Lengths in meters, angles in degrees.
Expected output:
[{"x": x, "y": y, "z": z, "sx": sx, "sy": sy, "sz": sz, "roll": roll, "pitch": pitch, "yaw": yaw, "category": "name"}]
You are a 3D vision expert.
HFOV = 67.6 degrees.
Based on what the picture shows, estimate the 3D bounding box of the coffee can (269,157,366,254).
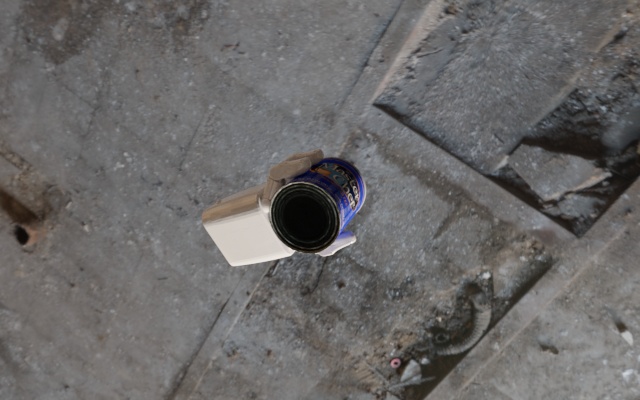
[{"x": 0.000, "y": 0.002, "z": 0.692, "sx": 0.103, "sy": 0.103, "sz": 0.140, "roll": 0, "pitch": 18, "yaw": 20, "category": "coffee can"}]
